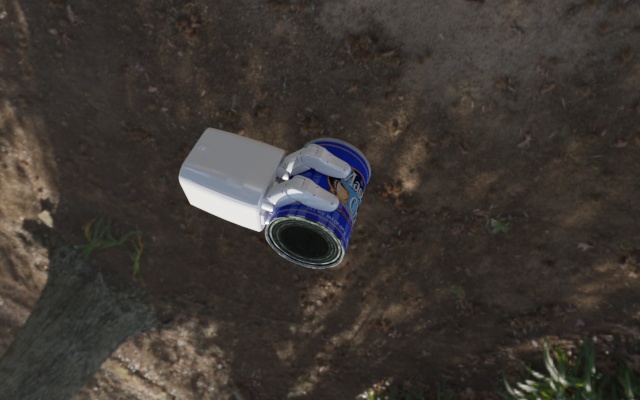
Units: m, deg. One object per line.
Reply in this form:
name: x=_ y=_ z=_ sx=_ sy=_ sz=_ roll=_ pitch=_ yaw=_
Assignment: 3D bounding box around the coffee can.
coffee can: x=0.000 y=0.002 z=0.624 sx=0.103 sy=0.140 sz=0.103 roll=13 pitch=-39 yaw=11
